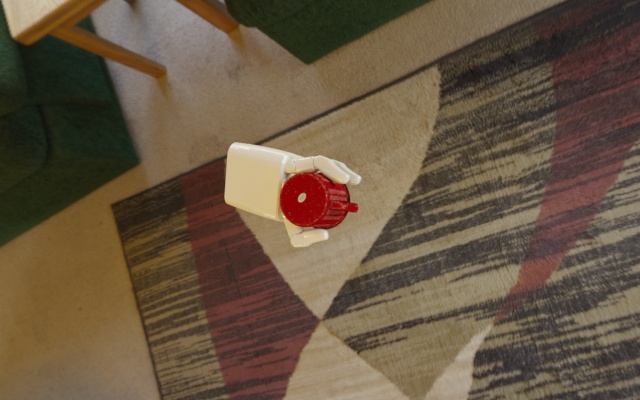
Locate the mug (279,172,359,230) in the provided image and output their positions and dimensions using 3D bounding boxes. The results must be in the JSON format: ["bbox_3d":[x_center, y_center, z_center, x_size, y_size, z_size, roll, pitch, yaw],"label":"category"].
[{"bbox_3d":[0.001,0.003,0.727,0.117,0.093,0.081,14,4,22],"label":"mug"}]
